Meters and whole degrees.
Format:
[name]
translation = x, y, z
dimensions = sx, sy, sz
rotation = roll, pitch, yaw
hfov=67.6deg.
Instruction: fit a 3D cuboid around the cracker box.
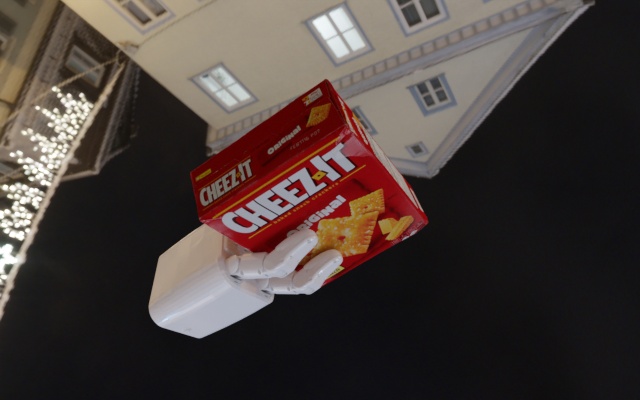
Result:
[cracker box]
translation = 0.000, 0.002, 0.504
dimensions = 0.164, 0.072, 0.214
rotation = -32, -38, 14
